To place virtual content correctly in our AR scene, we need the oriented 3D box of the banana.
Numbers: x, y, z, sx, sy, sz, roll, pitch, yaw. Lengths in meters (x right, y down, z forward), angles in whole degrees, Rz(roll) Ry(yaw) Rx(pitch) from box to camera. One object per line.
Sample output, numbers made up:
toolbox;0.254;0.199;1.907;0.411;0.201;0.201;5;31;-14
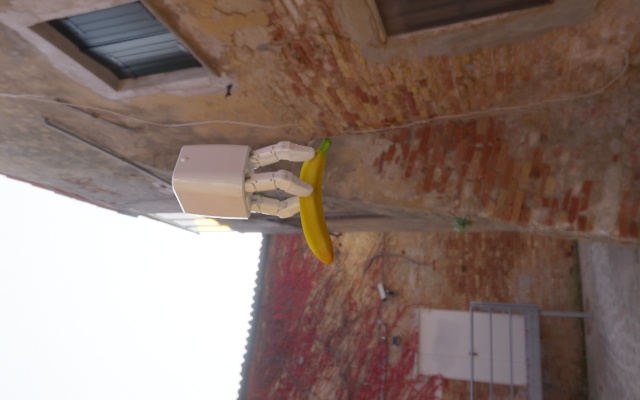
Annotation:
banana;-0.008;0.005;0.731;0.037;0.197;0.070;6;-21;-24
